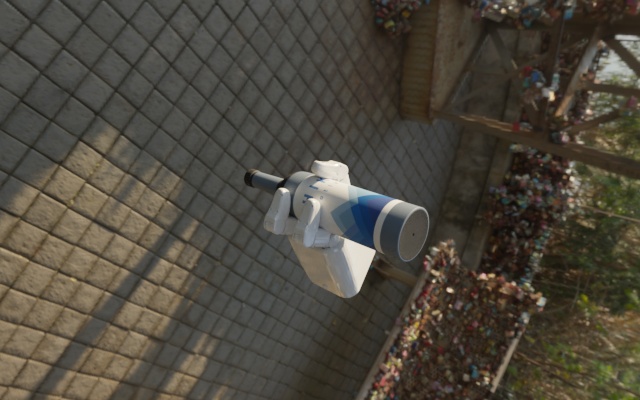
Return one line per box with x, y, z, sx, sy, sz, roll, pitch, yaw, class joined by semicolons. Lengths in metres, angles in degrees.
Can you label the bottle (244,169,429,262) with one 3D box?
0.000;0.002;0.642;0.295;0.069;0.069;19;12;39;bottle
